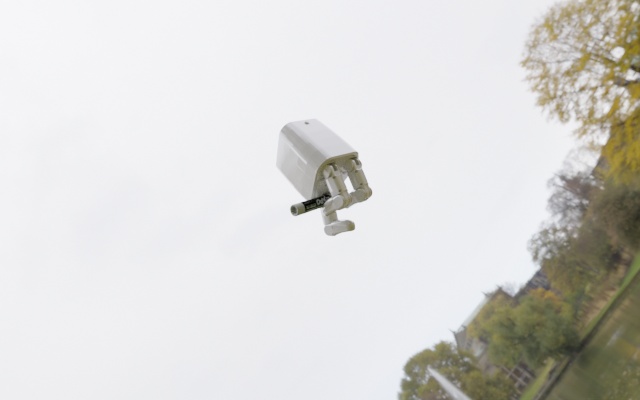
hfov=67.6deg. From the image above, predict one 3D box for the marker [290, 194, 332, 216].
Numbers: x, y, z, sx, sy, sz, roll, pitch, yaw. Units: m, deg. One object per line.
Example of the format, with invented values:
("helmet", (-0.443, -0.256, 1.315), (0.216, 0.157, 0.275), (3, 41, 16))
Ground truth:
("marker", (0.000, 0.003, 0.768), (0.020, 0.020, 0.121), (0, 12, 44))
